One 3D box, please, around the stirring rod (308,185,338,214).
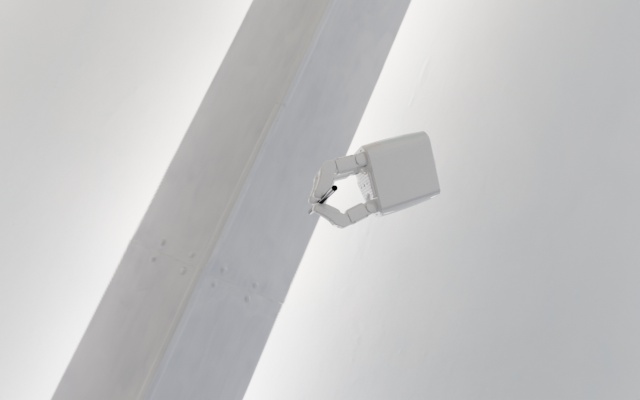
[{"bbox_3d":[0.000,0.002,0.725,0.011,0.011,0.239,0,-9,-9],"label":"stirring rod"}]
